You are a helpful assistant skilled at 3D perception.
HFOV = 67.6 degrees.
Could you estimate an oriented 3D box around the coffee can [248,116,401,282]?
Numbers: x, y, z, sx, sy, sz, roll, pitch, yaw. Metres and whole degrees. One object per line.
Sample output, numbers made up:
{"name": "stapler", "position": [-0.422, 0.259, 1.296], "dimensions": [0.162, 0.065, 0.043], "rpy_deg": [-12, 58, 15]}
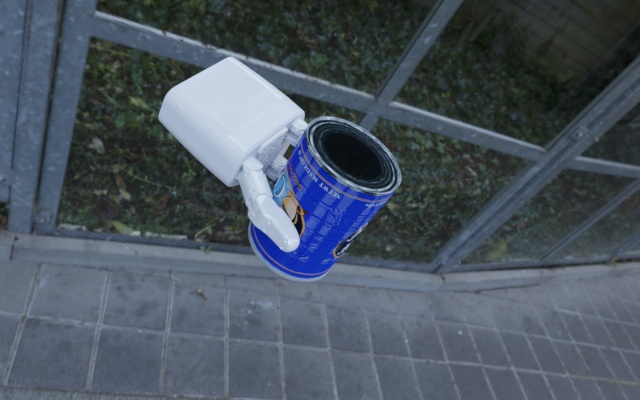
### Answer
{"name": "coffee can", "position": [0.000, 0.002, 0.484], "dimensions": [0.103, 0.102, 0.140], "rpy_deg": [0, -41, -38]}
